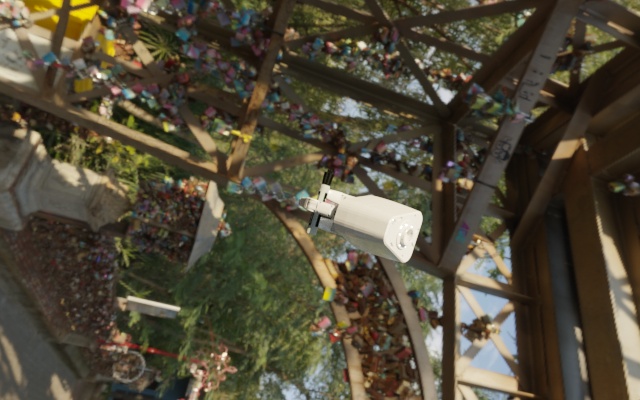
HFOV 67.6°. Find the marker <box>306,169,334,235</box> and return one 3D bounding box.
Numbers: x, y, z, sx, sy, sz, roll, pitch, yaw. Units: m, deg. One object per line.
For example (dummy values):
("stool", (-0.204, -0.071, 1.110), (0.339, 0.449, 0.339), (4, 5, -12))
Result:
("marker", (0.000, 0.003, 0.861), (0.020, 0.121, 0.020), (17, 0, 0))
